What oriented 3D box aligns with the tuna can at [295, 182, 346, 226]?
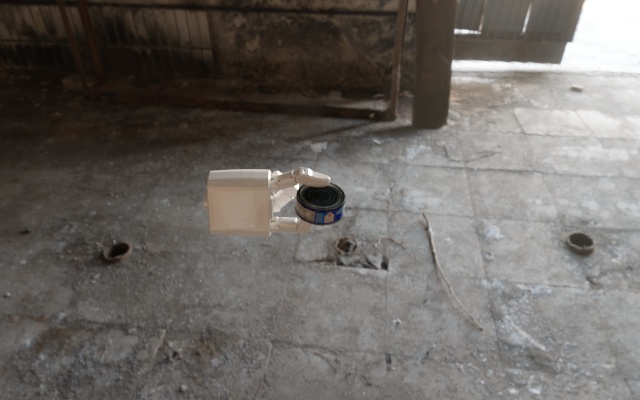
[{"bbox_3d":[0.000,0.002,0.810,0.086,0.034,0.086,4,38,-3],"label":"tuna can"}]
